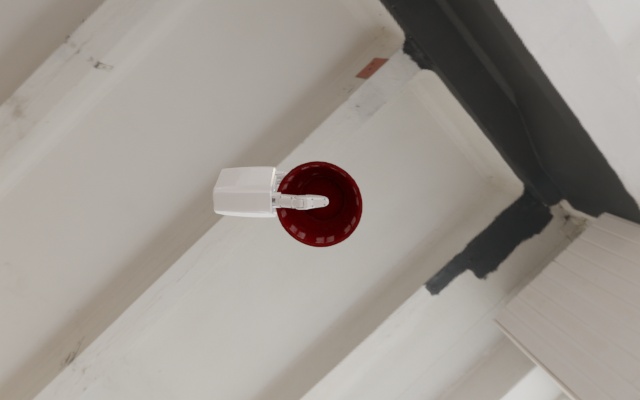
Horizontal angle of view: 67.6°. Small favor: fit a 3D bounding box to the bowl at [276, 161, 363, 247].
[{"bbox_3d":[0.001,0.003,0.893,0.162,0.162,0.055,0,13,9],"label":"bowl"}]
